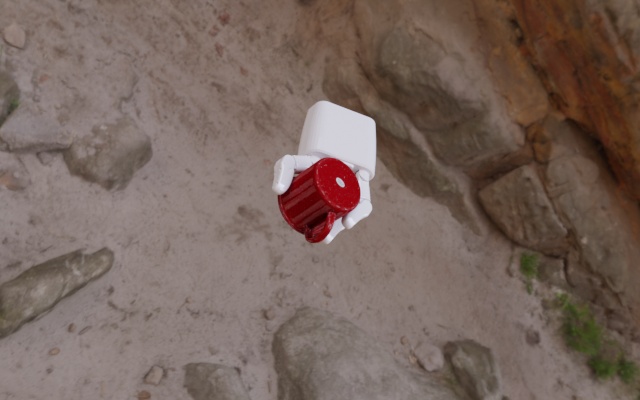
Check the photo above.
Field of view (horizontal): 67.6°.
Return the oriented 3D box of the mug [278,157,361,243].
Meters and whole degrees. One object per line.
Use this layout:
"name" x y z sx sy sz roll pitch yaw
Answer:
"mug" 0.000 0.003 0.653 0.093 0.117 0.081 26 -38 -28
